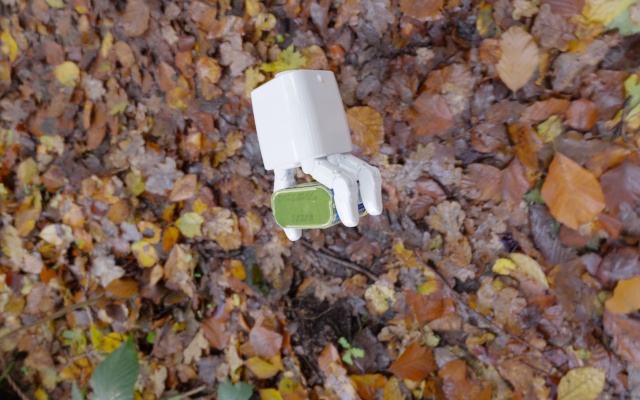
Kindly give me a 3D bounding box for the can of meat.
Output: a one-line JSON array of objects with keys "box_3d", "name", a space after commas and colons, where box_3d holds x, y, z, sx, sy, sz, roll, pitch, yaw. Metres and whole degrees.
[{"box_3d": [0.000, 0.002, 0.614, 0.102, 0.057, 0.084, -5, 7, 37], "name": "can of meat"}]
